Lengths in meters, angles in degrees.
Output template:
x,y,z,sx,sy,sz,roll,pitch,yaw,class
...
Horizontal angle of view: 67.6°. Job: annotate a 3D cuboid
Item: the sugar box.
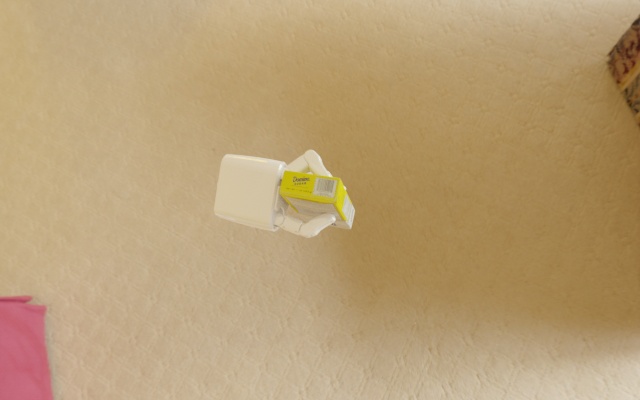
x,y,z,sx,sy,sz,roll,pitch,yaw,class
0.000,0.002,0.802,0.093,0.048,0.176,10,-12,13,sugar box
